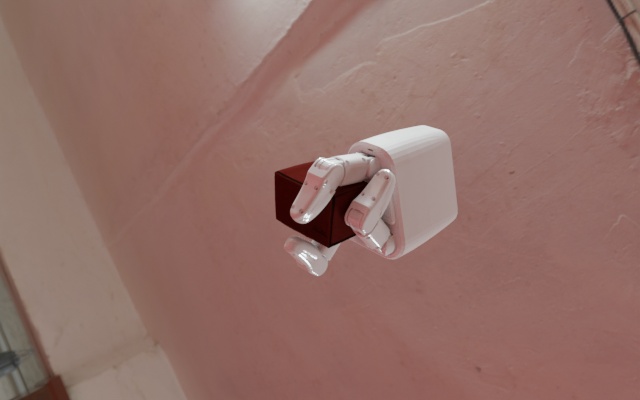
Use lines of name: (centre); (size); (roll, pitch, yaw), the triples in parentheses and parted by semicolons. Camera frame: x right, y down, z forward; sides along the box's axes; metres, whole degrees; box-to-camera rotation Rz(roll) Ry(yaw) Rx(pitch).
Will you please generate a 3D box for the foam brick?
foam brick: (0.000, 0.001, 0.456); (0.051, 0.053, 0.078); (-22, 35, -40)
